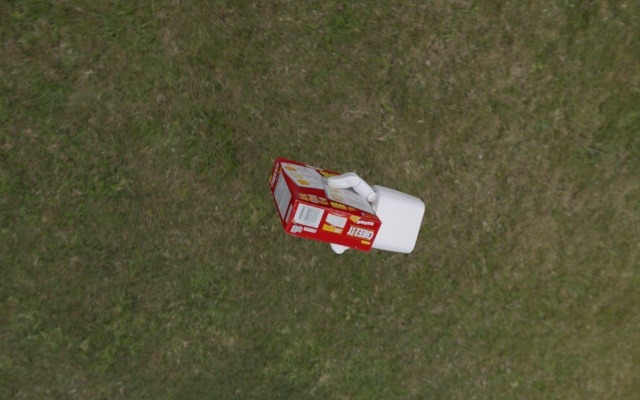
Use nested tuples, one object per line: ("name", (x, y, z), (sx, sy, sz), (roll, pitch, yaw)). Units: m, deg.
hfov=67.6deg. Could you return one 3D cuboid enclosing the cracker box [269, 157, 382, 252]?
("cracker box", (0.000, 0.003, 0.894), (0.164, 0.072, 0.213), (14, 20, -20))
